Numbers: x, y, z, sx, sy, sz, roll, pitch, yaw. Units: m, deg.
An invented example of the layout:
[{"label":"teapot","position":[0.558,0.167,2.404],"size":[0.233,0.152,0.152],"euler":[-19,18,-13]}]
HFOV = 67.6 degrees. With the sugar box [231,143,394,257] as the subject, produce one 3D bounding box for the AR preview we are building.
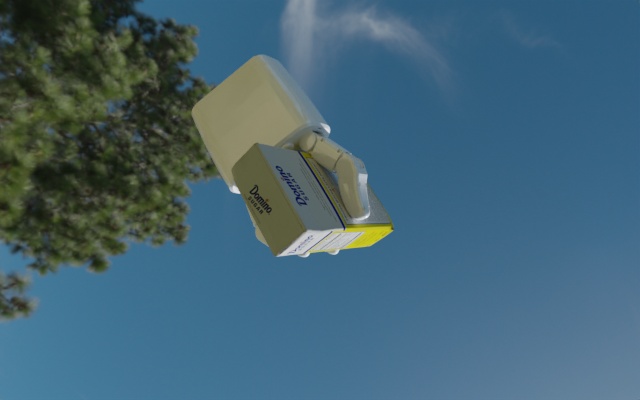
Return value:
[{"label":"sugar box","position":[0.000,0.002,0.465],"size":[0.048,0.093,0.176],"euler":[-41,-22,27]}]
